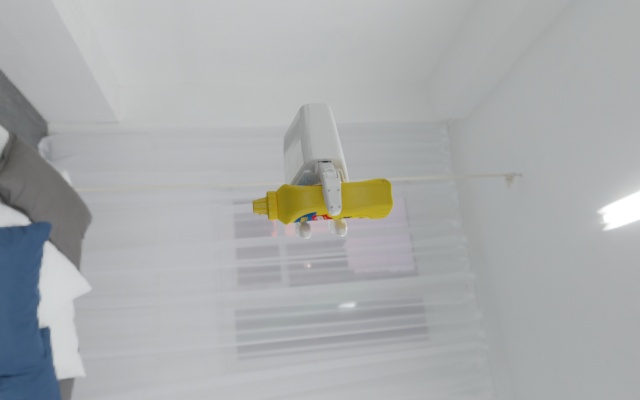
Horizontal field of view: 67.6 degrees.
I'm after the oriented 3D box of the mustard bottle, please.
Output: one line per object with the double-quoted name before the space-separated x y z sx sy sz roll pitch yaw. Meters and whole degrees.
"mustard bottle" 0.000 0.003 0.679 0.191 0.058 0.096 -3 -5 -9
